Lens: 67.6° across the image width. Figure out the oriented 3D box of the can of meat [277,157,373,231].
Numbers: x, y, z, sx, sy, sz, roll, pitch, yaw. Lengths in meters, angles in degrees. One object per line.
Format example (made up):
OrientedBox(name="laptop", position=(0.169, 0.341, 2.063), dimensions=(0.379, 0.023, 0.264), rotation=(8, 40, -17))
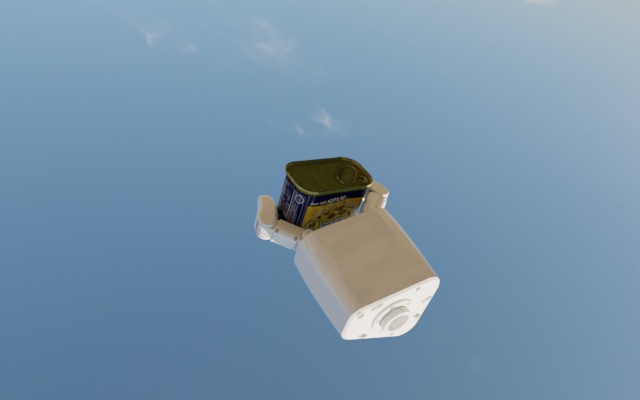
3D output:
OrientedBox(name="can of meat", position=(0.000, 0.002, 0.555), dimensions=(0.102, 0.084, 0.057), rotation=(-9, 44, -34))
